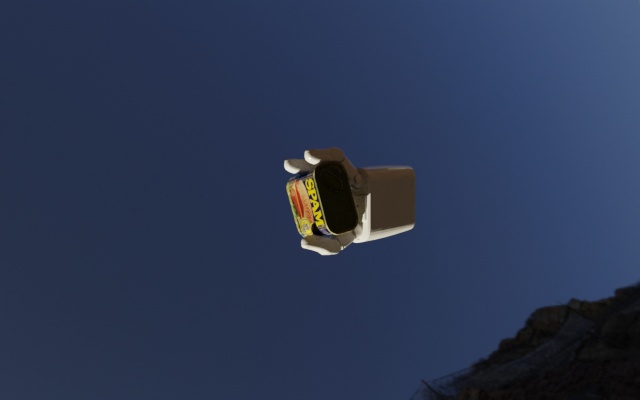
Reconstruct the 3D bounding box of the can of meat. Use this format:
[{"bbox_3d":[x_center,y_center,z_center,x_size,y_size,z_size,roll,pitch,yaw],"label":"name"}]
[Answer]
[{"bbox_3d":[0.000,0.002,0.698,0.057,0.102,0.084,-14,-1,-35],"label":"can of meat"}]
